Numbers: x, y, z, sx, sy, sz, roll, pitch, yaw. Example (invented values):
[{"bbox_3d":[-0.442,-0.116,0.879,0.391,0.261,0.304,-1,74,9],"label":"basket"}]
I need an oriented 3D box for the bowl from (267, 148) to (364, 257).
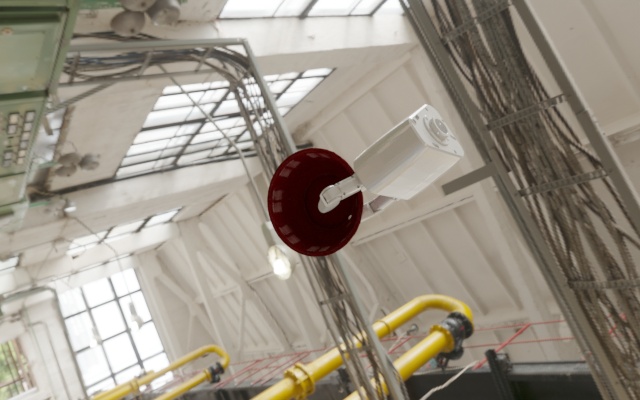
[{"bbox_3d":[-0.001,0.003,0.728,0.162,0.162,0.055,0,1,27],"label":"bowl"}]
